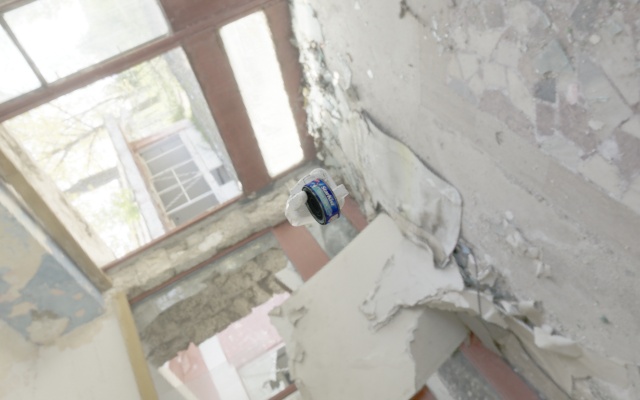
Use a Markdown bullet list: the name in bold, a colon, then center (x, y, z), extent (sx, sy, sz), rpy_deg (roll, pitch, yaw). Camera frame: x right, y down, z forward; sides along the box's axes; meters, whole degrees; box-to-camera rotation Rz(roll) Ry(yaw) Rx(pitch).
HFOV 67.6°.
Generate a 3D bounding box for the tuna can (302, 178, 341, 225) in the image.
- **tuna can**: center (0.000, 0.003, 0.894), extent (0.033, 0.086, 0.086), rpy_deg (-28, 9, -18)
